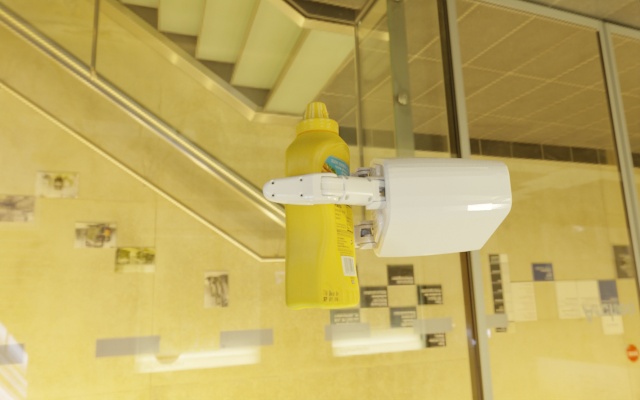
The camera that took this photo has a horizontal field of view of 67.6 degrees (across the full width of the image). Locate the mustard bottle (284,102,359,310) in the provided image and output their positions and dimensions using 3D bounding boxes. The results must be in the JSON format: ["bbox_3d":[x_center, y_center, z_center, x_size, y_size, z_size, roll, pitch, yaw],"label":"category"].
[{"bbox_3d":[0.000,0.002,0.441,0.058,0.191,0.096,-7,-12,23],"label":"mustard bottle"}]
